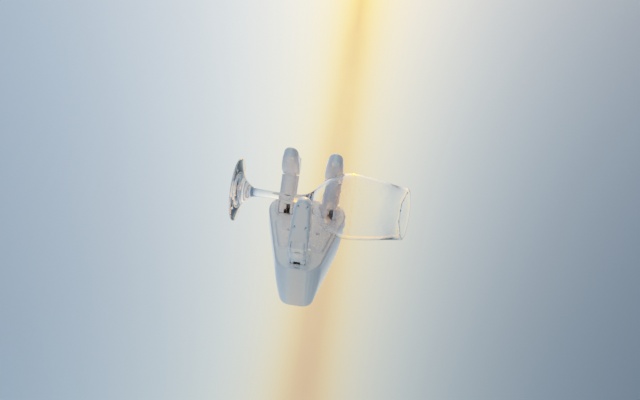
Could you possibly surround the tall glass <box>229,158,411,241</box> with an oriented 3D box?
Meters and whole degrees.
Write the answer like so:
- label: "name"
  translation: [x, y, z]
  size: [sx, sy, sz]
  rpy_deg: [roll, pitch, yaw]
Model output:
- label: "tall glass"
  translation: [-0.001, 0.002, 0.560]
  size: [0.201, 0.079, 0.079]
  rpy_deg: [8, 0, 1]
